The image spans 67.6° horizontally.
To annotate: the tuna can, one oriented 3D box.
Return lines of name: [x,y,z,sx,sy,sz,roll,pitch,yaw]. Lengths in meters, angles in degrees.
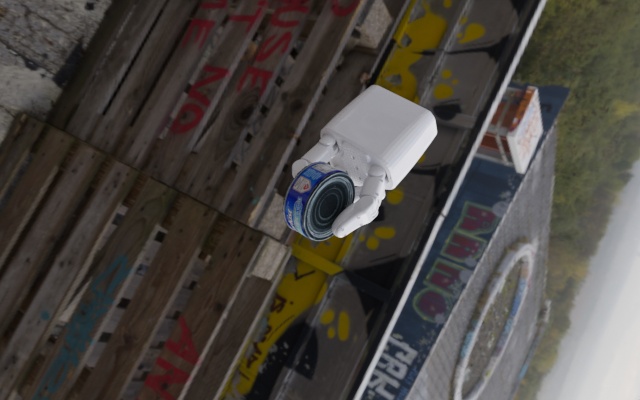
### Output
tuna can: [0.000,0.002,0.538,0.033,0.086,0.086,28,18,36]
